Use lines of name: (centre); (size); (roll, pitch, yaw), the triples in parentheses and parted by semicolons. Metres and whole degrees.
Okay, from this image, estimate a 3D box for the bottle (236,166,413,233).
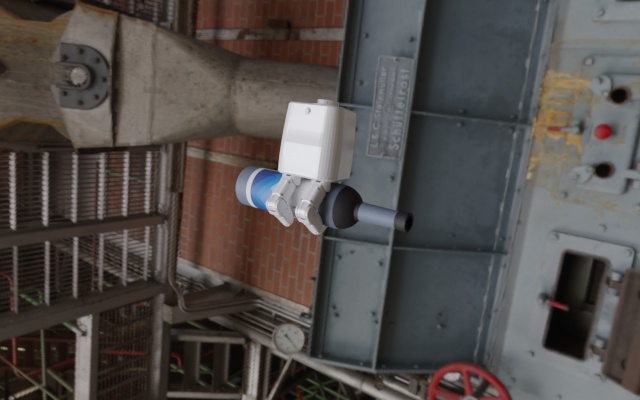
bottle: (0.000, 0.002, 0.724); (0.295, 0.069, 0.069); (13, 7, 33)
